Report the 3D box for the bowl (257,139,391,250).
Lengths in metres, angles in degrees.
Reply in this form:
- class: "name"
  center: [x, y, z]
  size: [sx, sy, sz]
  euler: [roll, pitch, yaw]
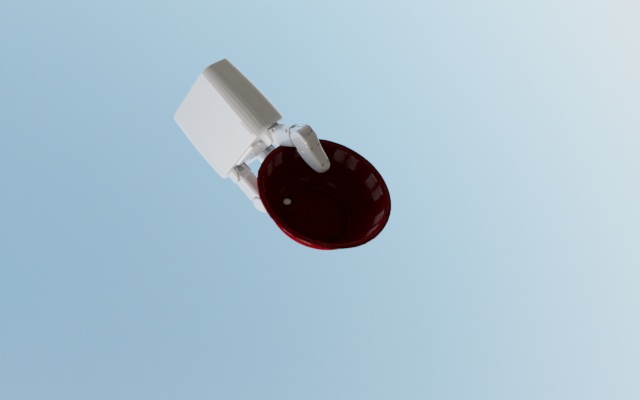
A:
- class: "bowl"
  center: [0.001, 0.003, 0.572]
  size: [0.162, 0.162, 0.055]
  euler: [0, -37, -19]
